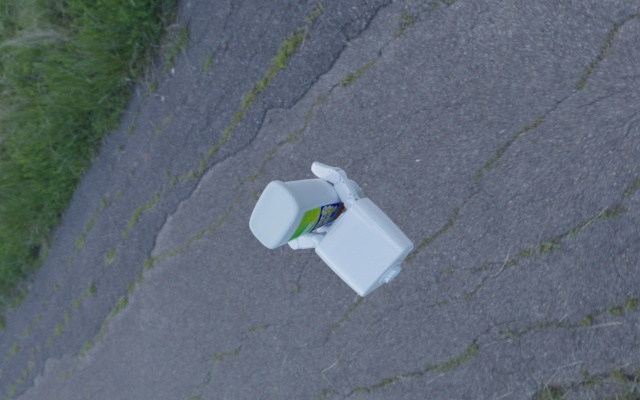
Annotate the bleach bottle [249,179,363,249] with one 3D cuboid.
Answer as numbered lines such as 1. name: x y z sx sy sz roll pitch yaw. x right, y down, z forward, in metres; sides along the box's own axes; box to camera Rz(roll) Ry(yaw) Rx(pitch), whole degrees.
1. bleach bottle: 0.000 0.003 0.777 0.068 0.103 0.251 45 31 19
